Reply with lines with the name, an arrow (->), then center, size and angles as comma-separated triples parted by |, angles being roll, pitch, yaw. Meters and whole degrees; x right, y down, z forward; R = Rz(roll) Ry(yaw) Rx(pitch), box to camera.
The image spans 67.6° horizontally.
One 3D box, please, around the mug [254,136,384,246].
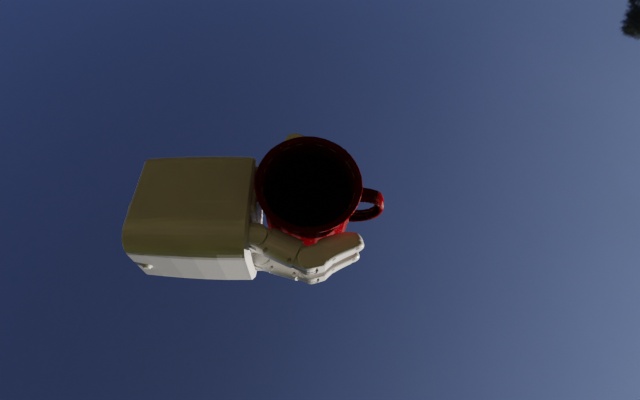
mug -> 0.002, 0.002, 0.445 | 0.117, 0.093, 0.081 | 2, -24, -2
